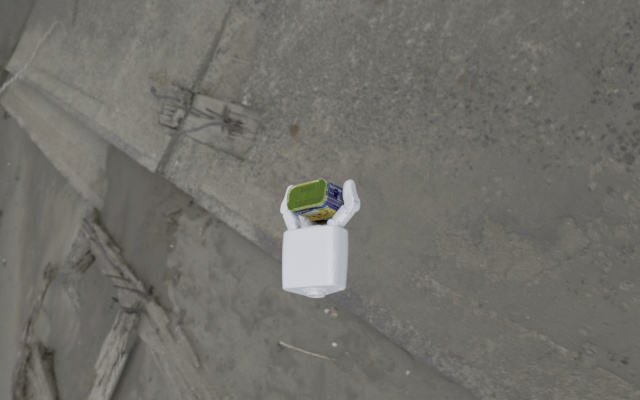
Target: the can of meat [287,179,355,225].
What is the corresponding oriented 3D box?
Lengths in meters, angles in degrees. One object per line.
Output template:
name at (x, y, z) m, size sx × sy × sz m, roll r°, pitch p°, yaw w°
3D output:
can of meat at (0.000, 0.003, 0.878) m, size 0.102 × 0.057 × 0.084 m, roll -13°, pitch -26°, yaw 39°
